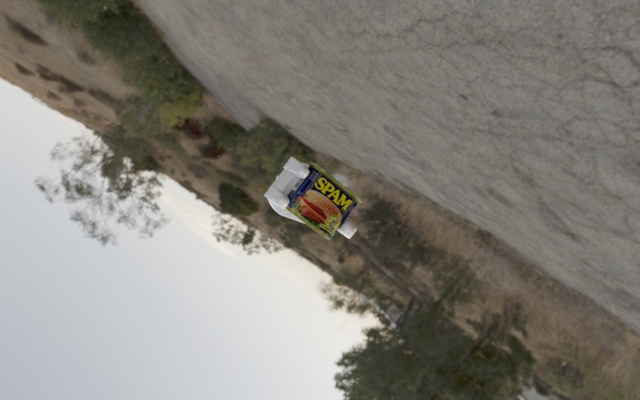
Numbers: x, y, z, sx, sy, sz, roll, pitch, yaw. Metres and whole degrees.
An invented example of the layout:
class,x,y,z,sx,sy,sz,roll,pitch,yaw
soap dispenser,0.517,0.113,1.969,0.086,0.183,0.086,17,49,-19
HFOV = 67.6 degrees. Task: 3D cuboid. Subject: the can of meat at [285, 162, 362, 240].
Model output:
class,x,y,z,sx,sy,sz,roll,pitch,yaw
can of meat,0.000,0.003,0.767,0.102,0.084,0.057,38,-2,-21
